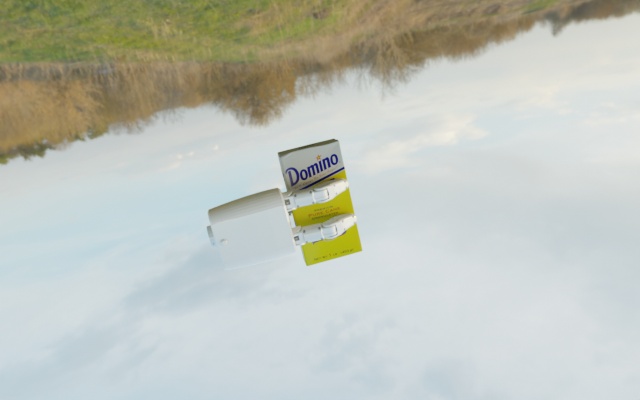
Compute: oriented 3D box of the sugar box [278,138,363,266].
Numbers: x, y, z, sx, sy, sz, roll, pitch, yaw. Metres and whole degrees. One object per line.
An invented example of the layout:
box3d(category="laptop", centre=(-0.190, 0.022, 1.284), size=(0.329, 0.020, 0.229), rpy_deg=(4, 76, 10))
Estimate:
box3d(category="sugar box", centre=(0.000, 0.003, 0.726), size=(0.093, 0.176, 0.048), rpy_deg=(-15, 16, -7))
